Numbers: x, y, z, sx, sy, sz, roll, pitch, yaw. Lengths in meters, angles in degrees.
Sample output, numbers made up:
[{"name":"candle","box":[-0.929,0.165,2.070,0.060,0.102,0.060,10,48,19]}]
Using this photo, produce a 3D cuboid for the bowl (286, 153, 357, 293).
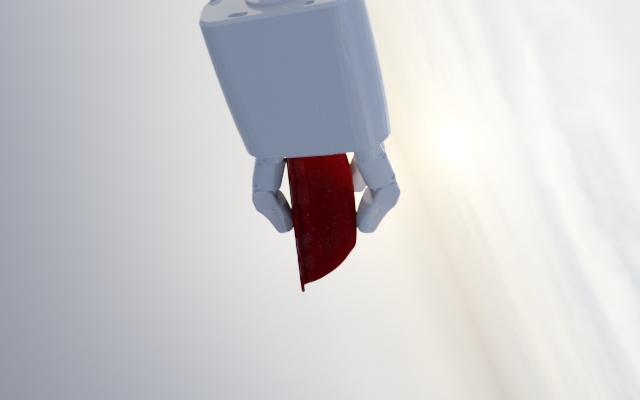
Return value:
[{"name":"bowl","box":[0.001,0.002,0.446,0.055,0.162,0.162,-6,0,-3]}]
